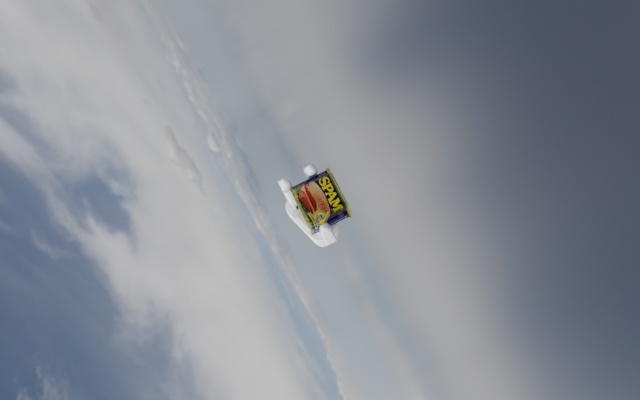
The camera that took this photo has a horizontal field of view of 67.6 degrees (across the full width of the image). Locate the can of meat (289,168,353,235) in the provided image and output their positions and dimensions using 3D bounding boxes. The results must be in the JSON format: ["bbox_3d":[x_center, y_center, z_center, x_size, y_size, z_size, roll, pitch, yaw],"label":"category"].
[{"bbox_3d":[0.000,0.003,0.895,0.084,0.102,0.057,-26,-10,-3],"label":"can of meat"}]
